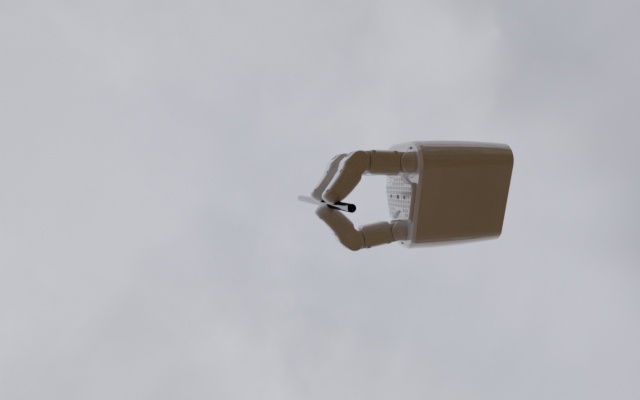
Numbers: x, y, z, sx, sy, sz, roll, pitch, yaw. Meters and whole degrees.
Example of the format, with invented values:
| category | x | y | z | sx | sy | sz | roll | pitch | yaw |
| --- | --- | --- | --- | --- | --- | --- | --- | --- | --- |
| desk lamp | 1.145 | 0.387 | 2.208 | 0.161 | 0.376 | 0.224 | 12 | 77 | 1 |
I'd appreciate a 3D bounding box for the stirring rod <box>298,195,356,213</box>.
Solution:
| category | x | y | z | sx | sy | sz | roll | pitch | yaw |
| --- | --- | --- | --- | --- | --- | --- | --- | --- | --- |
| stirring rod | 0.000 | 0.002 | 0.523 | 0.011 | 0.011 | 0.239 | 0 | 2 | -13 |
